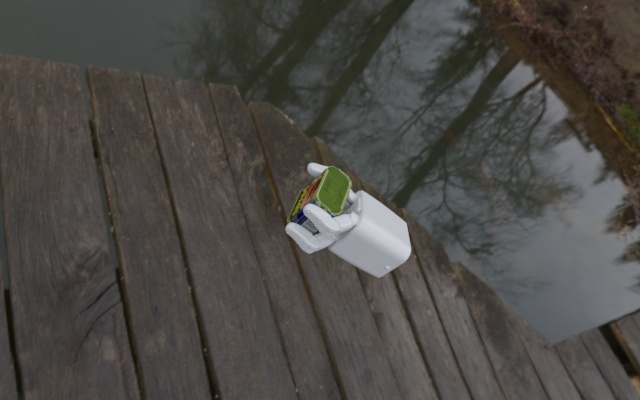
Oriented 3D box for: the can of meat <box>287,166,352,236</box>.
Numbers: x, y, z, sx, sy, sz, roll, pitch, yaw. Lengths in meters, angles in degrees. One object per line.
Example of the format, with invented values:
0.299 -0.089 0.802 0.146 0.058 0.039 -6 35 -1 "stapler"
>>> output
0.000 0.002 0.780 0.057 0.102 0.084 36 -47 -13 "can of meat"
